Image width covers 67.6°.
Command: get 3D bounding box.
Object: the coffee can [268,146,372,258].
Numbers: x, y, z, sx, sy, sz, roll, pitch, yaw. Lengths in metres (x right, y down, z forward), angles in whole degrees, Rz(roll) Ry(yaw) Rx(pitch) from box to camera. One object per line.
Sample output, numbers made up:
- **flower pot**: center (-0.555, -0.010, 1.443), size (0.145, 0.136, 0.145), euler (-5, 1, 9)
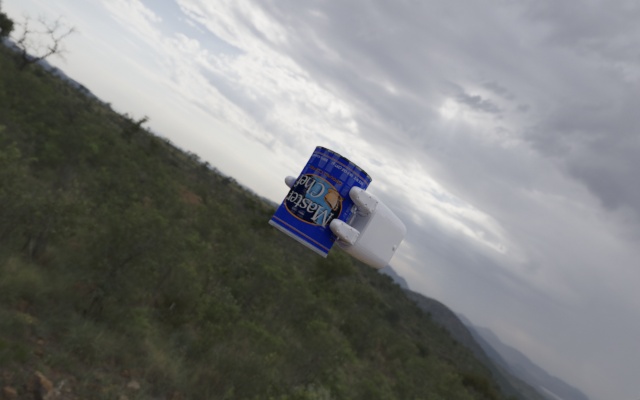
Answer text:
- **coffee can**: center (0.000, 0.002, 0.732), size (0.103, 0.140, 0.103), euler (31, -5, 3)
